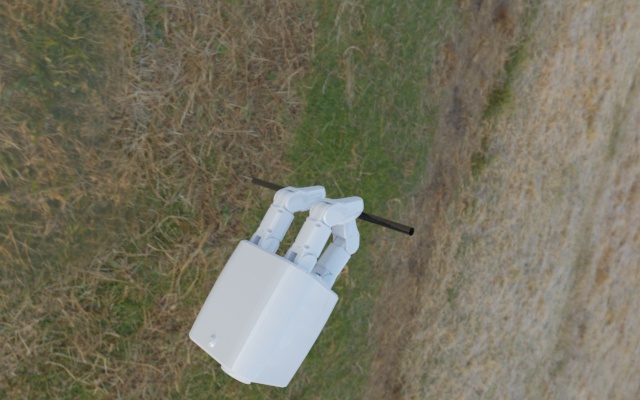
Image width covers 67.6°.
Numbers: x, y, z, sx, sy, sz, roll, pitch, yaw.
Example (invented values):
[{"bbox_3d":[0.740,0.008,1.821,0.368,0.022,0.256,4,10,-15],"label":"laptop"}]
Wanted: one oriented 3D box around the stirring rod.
[{"bbox_3d":[0.000,0.002,0.516,0.011,0.011,0.239,0,13,-45],"label":"stirring rod"}]
